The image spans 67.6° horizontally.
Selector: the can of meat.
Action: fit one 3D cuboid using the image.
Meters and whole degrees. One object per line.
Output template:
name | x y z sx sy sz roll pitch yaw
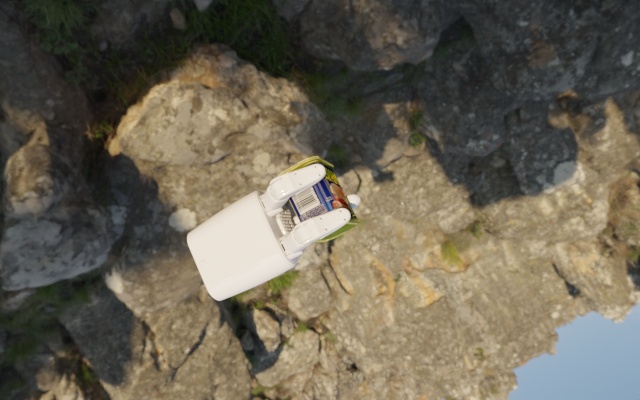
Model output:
can of meat | 0.000 0.002 0.569 0.057 0.084 0.102 -28 -11 11
